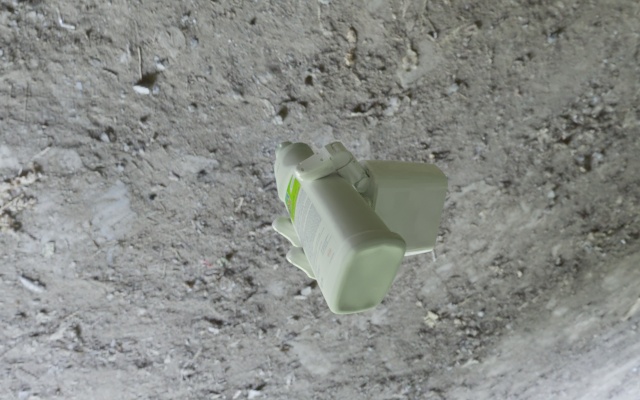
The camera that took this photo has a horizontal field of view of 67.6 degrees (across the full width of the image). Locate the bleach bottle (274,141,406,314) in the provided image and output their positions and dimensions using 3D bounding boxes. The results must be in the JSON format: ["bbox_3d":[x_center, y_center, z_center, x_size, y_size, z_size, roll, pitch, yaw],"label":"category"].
[{"bbox_3d":[0.000,0.002,0.539,0.068,0.103,0.250,-2,38,-25],"label":"bleach bottle"}]
